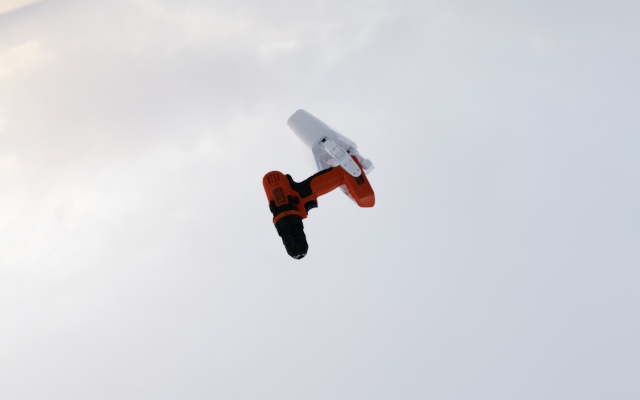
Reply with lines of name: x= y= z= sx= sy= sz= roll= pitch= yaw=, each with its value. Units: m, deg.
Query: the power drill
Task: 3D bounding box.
power drill: x=0.000 y=0.003 z=0.866 sx=0.187 sy=0.184 sz=0.057 roll=-18 pitch=-29 yaw=-8
